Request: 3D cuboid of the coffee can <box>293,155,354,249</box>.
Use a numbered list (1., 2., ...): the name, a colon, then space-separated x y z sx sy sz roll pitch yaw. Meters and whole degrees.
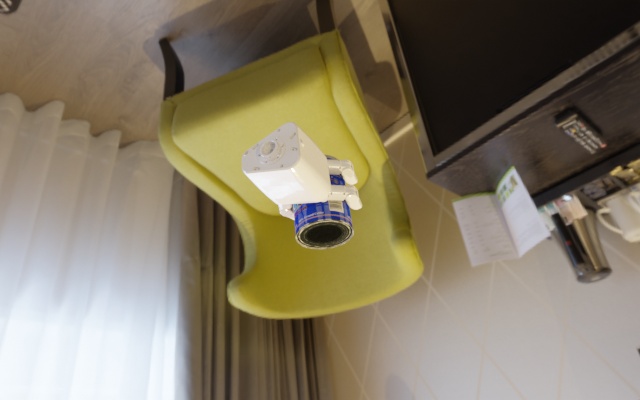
1. coffee can: 0.000 0.003 0.863 0.103 0.140 0.103 -5 -33 -3
